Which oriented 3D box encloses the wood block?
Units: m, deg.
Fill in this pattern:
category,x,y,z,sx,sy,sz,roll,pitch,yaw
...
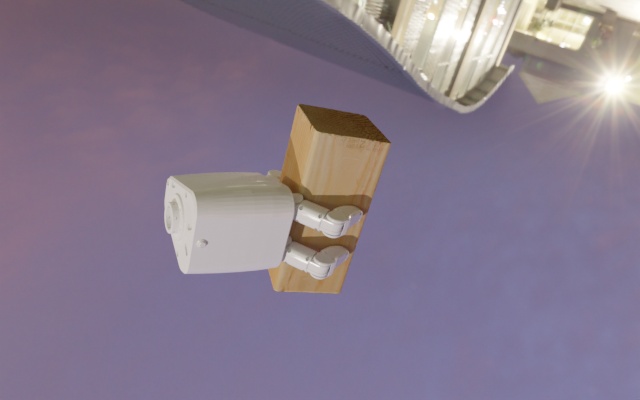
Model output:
category,x,y,z,sx,sy,sz,roll,pitch,yaw
wood block,0.000,0.002,0.575,0.090,0.206,0.090,6,28,-20
